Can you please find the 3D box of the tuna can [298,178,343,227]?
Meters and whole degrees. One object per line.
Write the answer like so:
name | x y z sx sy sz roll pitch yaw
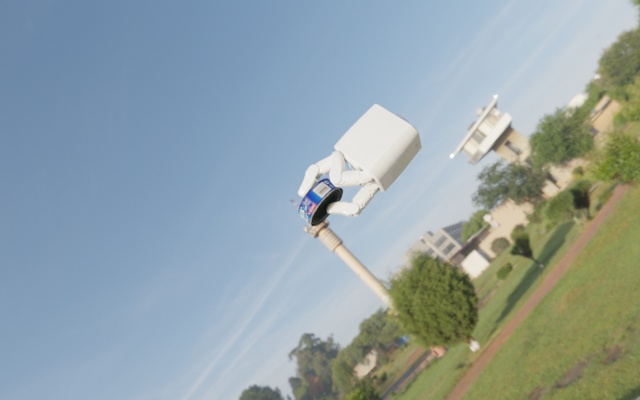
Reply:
tuna can | 0.000 0.002 0.849 0.033 0.086 0.086 39 14 18
